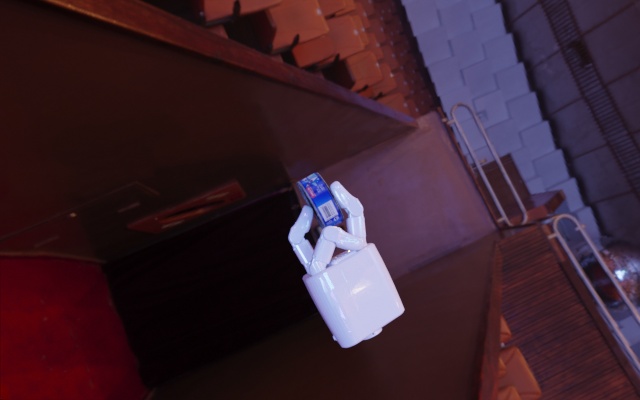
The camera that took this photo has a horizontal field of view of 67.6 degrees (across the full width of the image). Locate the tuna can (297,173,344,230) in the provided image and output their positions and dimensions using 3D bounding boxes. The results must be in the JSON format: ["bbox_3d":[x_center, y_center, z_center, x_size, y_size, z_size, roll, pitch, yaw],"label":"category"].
[{"bbox_3d":[0.001,0.002,0.707,0.034,0.086,0.086,-29,3,-5],"label":"tuna can"}]
